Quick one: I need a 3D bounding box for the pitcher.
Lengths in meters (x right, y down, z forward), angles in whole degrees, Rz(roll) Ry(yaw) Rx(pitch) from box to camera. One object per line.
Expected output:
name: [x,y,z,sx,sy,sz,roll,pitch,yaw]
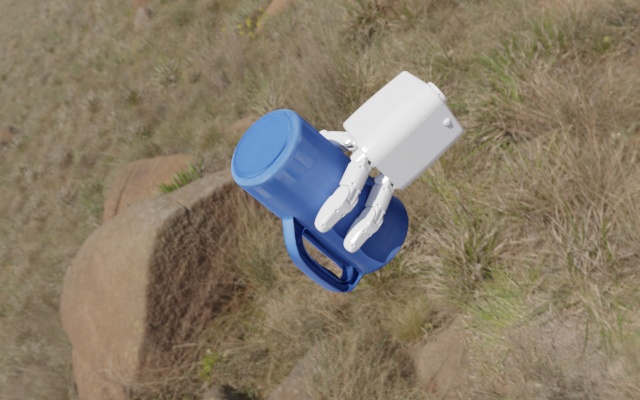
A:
pitcher: [0.000,0.002,0.622,0.243,0.145,0.149,39,15,-40]
